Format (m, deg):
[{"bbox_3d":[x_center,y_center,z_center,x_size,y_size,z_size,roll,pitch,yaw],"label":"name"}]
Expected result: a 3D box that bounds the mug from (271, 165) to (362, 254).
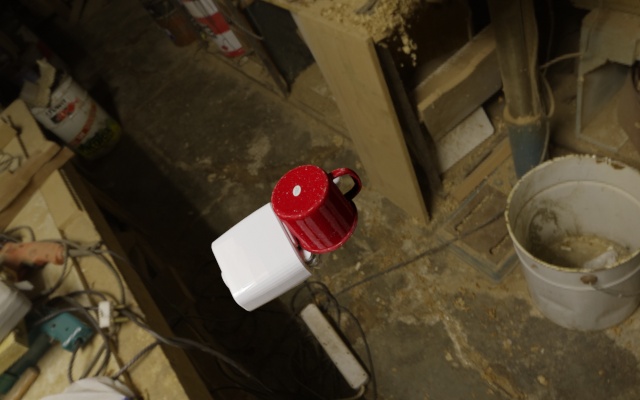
[{"bbox_3d":[0.001,0.001,0.608,0.117,0.093,0.081,-35,-43,4],"label":"mug"}]
